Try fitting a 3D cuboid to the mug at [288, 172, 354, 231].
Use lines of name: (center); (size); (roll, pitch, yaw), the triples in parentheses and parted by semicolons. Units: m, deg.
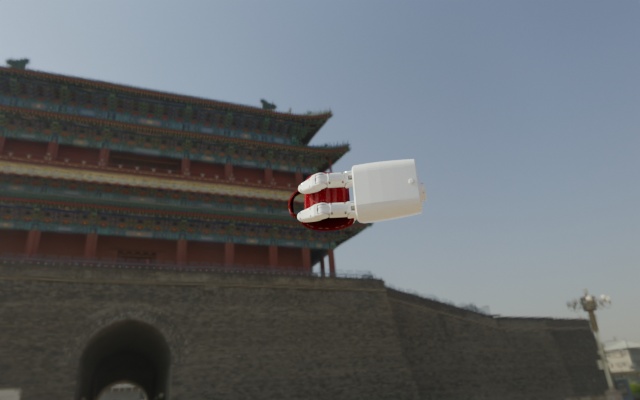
mug: (-0.001, 0.003, 0.860); (0.117, 0.081, 0.093); (-6, -24, 10)
